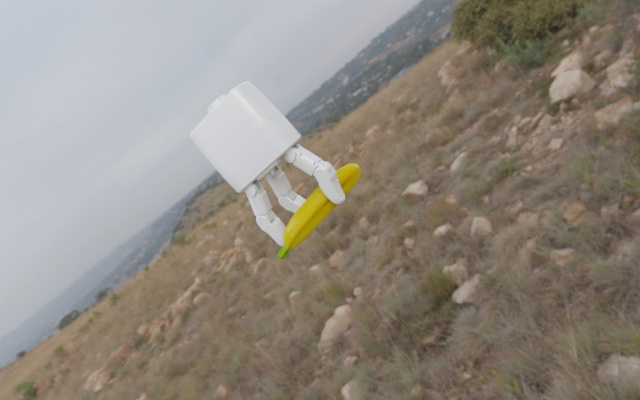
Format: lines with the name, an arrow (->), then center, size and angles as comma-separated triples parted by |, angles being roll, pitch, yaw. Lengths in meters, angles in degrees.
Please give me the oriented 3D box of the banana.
banana -> 0.005, -0.001, 0.688 | 0.197, 0.037, 0.070 | -47, 3, -27
